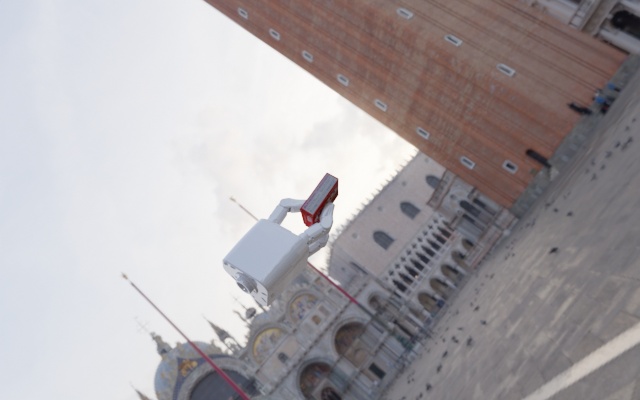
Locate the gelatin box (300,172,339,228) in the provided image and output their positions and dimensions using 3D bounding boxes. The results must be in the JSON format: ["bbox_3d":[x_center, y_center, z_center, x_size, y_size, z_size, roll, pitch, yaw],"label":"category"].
[{"bbox_3d":[0.000,0.002,0.871,0.030,0.089,0.073,30,-18,14],"label":"gelatin box"}]
